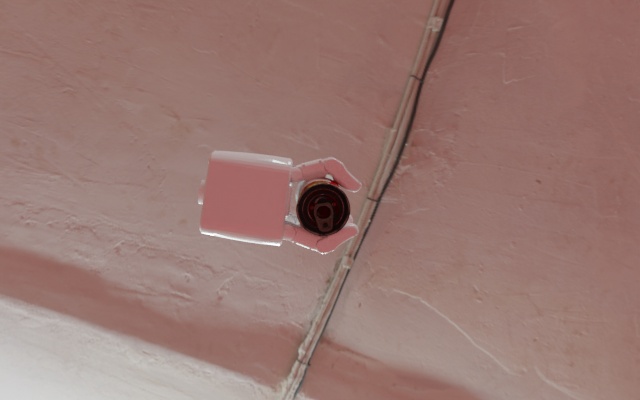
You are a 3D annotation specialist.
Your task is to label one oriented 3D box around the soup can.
[{"bbox_3d":[0.001,0.002,0.641,0.068,0.068,0.102,0,11,-4],"label":"soup can"}]
